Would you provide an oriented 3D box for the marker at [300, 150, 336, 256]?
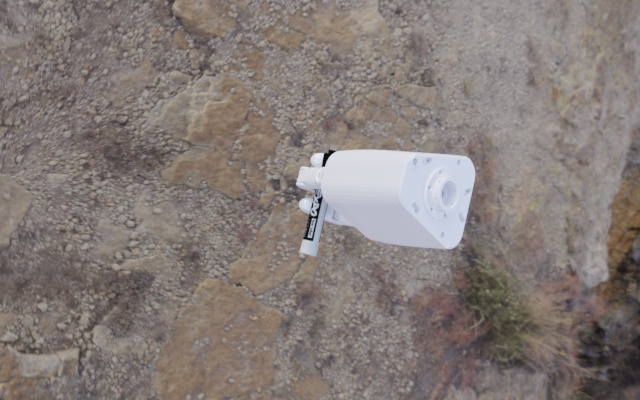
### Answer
[{"bbox_3d":[0.000,0.002,0.537,0.020,0.121,0.020,14,-6,2],"label":"marker"}]
